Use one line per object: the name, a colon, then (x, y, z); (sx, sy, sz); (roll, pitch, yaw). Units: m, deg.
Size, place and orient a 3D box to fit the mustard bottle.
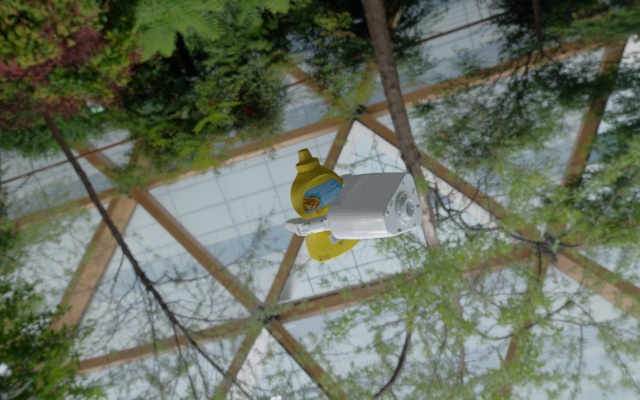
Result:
mustard bottle: (0.000, 0.003, 0.820); (0.096, 0.192, 0.058); (-26, 18, -22)
